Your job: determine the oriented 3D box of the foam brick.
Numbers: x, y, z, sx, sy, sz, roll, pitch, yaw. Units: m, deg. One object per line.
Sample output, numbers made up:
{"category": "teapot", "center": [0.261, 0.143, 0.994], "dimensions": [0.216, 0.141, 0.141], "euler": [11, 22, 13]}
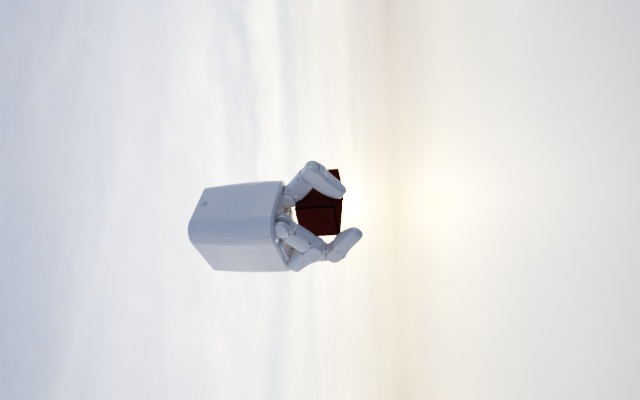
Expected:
{"category": "foam brick", "center": [0.000, 0.002, 0.621], "dimensions": [0.051, 0.053, 0.078], "euler": [-4, 39, 11]}
